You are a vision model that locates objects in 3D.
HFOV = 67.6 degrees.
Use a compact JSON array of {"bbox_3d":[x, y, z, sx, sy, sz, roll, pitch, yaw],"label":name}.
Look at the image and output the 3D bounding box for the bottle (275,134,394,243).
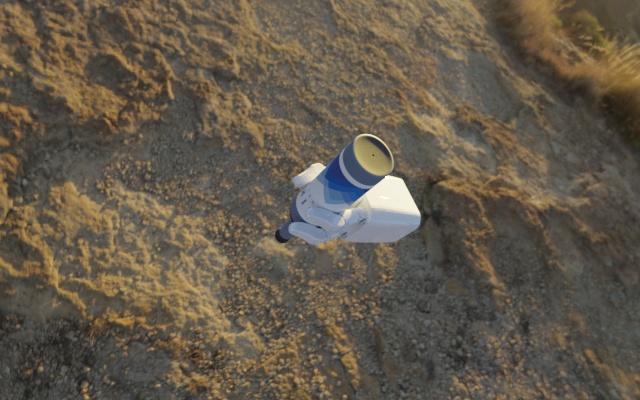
[{"bbox_3d":[0.000,0.002,0.746,0.069,0.069,0.296,0,-25,-32],"label":"bottle"}]
